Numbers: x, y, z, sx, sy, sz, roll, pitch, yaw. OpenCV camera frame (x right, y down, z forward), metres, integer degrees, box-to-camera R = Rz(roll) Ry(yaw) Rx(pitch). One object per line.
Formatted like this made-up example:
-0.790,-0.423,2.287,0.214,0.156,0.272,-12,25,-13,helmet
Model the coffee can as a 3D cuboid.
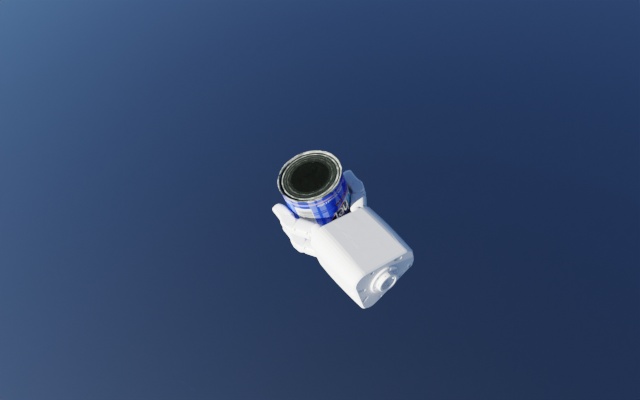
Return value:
0.000,0.003,0.782,0.103,0.102,0.140,0,-36,18,coffee can
